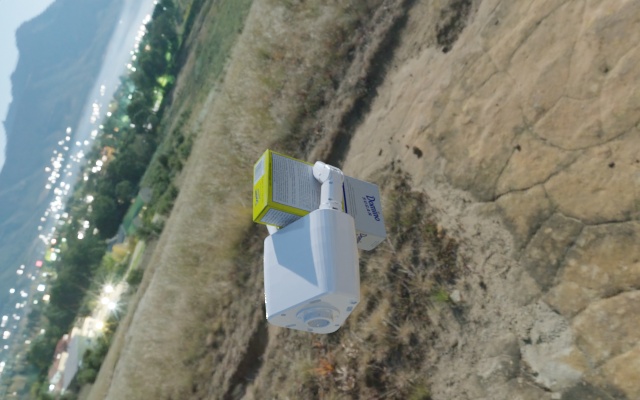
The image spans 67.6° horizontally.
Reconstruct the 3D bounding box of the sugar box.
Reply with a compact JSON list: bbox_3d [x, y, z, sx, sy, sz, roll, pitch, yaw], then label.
[{"bbox_3d":[0.000,0.002,0.628,0.176,0.093,0.048,19,-42,-28],"label":"sugar box"}]
